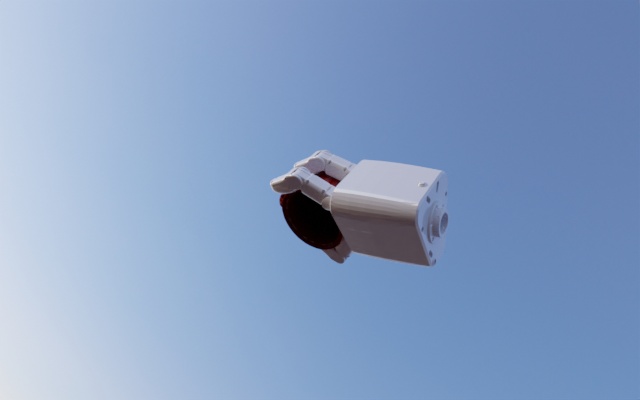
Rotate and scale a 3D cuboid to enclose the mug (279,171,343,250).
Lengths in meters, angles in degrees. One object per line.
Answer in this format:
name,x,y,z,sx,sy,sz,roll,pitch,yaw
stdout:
mug,-0.001,0.002,0.637,0.117,0.093,0.081,11,38,33
